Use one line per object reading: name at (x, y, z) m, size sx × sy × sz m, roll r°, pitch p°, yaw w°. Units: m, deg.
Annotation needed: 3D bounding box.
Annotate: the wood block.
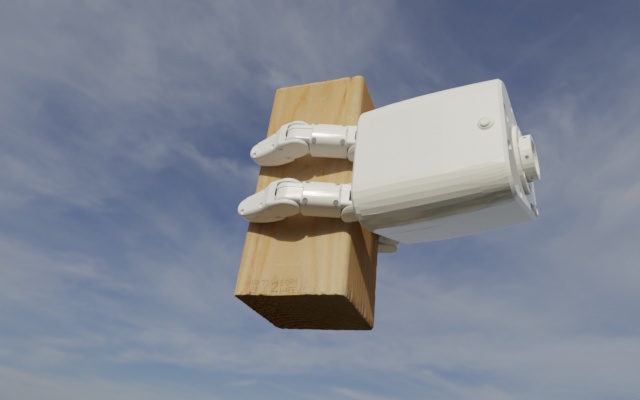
wood block at (0.001, 0.001, 0.427) m, size 0.090 × 0.206 × 0.091 m, roll -4°, pitch -32°, yaw 20°
